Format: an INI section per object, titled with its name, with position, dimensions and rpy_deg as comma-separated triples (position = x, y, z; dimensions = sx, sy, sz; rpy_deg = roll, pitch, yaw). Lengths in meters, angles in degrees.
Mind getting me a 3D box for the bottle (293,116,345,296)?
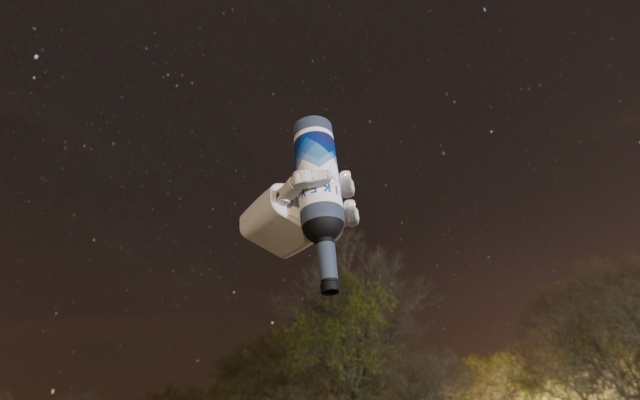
[bottle]
position = 0.000, 0.002, 0.735
dimensions = 0.069, 0.295, 0.069
rpy_deg = -5, -31, -3
